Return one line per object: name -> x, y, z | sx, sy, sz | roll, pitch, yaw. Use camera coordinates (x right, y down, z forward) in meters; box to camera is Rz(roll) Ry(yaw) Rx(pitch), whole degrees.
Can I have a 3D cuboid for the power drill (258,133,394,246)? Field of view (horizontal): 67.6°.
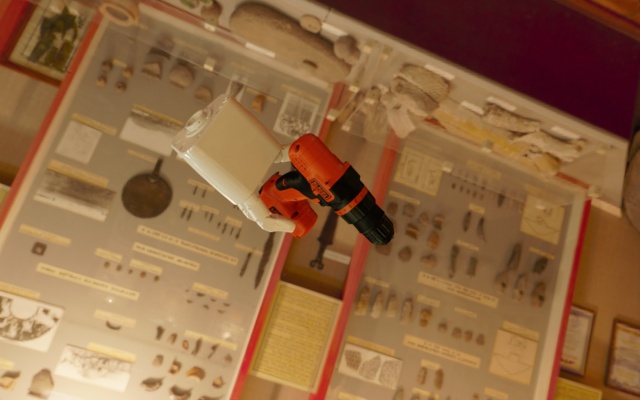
power drill -> 0.000, 0.002, 0.685 | 0.057, 0.184, 0.188 | -48, 12, -30
